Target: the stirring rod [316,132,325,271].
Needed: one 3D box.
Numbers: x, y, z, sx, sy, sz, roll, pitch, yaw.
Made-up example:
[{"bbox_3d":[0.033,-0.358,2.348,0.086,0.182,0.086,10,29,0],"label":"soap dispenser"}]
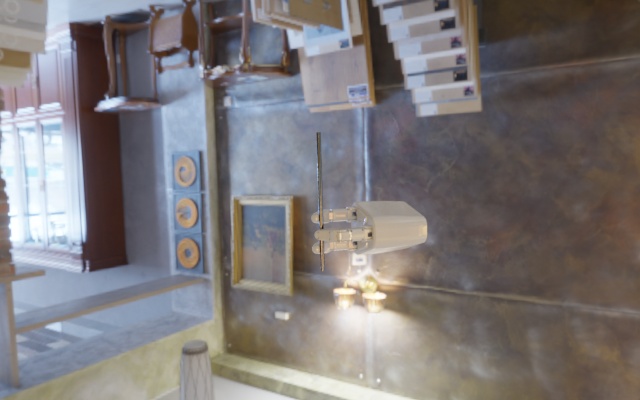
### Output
[{"bbox_3d":[0.000,0.003,0.829,0.011,0.239,0.011,-2,4,0],"label":"stirring rod"}]
